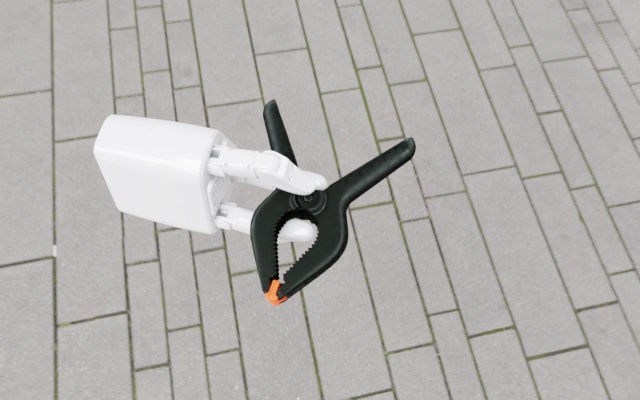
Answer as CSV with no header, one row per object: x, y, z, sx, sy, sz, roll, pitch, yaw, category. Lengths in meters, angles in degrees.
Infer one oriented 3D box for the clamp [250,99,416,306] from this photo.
0.000,0.002,0.464,0.164,0.210,0.036,10,-23,8,clamp
